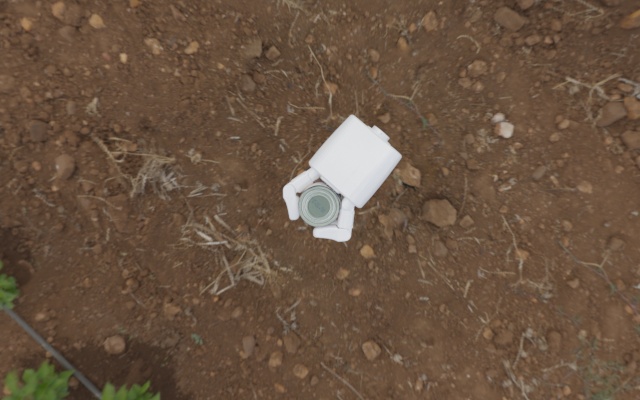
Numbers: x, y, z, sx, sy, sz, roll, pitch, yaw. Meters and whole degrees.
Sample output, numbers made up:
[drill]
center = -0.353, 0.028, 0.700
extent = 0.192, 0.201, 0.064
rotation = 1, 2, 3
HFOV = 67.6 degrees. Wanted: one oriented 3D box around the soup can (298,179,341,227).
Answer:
[soup can]
center = 0.000, 0.003, 0.790
extent = 0.068, 0.068, 0.102
rotation = 0, 8, 3
